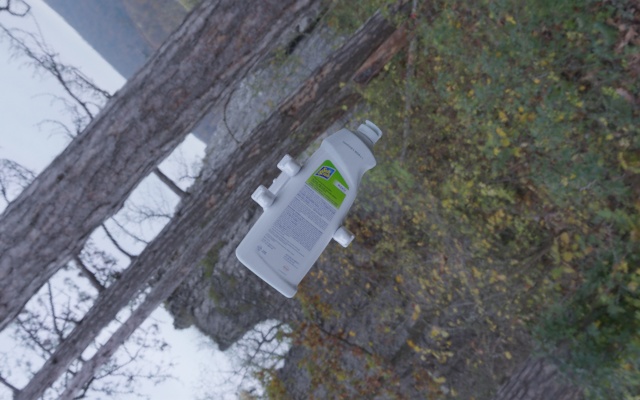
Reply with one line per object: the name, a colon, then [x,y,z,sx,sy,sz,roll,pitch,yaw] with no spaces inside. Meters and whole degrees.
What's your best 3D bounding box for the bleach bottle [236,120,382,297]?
bleach bottle: [0.000,0.002,0.647,0.102,0.251,0.068,40,-2,-13]
